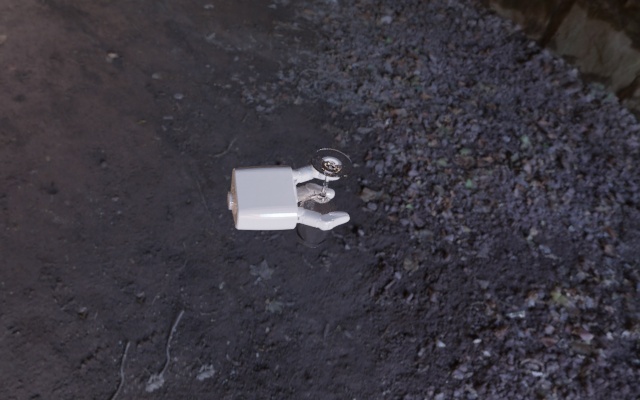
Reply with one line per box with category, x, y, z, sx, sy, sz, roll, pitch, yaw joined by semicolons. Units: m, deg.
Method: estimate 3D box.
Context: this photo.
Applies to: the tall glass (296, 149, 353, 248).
tall glass;0.000;0.003;0.898;0.079;0.079;0.201;0;-44;-15
